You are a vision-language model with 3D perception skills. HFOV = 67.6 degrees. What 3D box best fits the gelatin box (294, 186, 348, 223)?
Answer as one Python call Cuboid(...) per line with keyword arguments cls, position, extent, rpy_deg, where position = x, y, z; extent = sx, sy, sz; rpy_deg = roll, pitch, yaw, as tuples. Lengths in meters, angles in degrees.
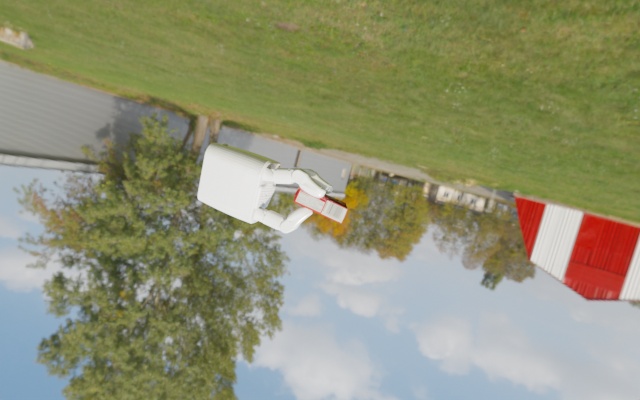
Cuboid(cls="gelatin box", position=(0.000, 0.003, 0.800), extent=(0.089, 0.030, 0.073), rpy_deg=(25, 6, -3))
